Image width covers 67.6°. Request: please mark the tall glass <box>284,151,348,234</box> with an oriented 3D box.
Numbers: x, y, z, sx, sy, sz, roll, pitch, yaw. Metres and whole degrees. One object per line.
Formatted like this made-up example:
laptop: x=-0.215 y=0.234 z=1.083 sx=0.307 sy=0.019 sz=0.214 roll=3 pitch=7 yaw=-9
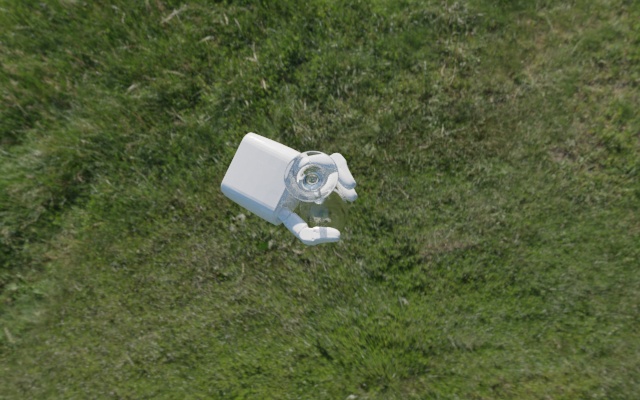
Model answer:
tall glass: x=0.000 y=0.002 z=0.725 sx=0.079 sy=0.079 sz=0.201 roll=0 pitch=-21 yaw=8
